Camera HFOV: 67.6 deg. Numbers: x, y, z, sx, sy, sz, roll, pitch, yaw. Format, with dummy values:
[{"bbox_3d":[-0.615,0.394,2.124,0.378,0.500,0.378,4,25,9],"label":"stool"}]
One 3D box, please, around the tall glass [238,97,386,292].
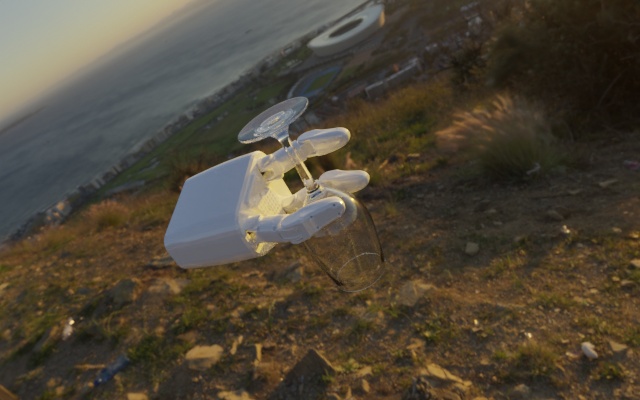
[{"bbox_3d":[0.000,0.001,0.484,0.079,0.201,0.079,-24,27,13],"label":"tall glass"}]
